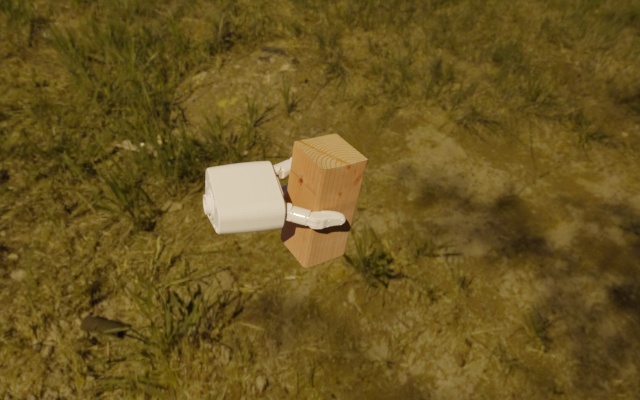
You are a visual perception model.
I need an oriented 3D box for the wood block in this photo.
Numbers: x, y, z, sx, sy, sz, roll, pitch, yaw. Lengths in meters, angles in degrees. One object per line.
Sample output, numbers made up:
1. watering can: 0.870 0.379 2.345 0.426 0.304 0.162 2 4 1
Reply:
1. wood block: 0.000 0.003 0.820 0.090 0.206 0.090 -15 43 -32
